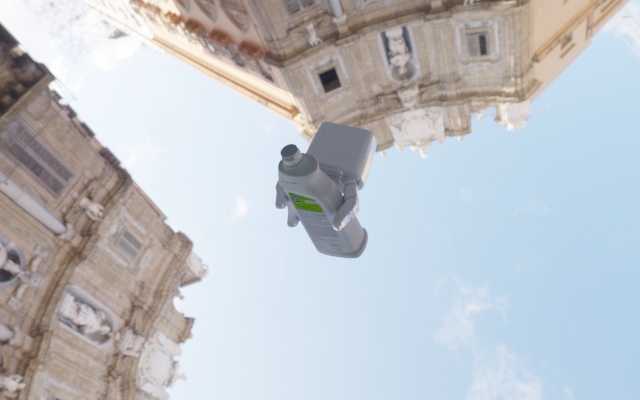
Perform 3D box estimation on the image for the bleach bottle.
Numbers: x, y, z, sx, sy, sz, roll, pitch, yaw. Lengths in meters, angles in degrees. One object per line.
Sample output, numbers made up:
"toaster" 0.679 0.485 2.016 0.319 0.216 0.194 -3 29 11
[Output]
"bleach bottle" 0.000 0.003 0.805 0.102 0.068 0.251 4 -37 27
